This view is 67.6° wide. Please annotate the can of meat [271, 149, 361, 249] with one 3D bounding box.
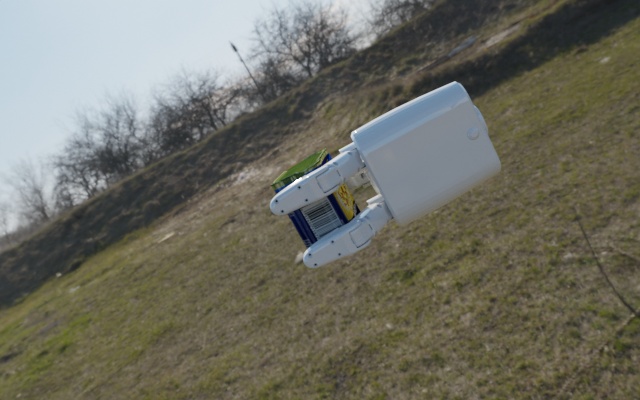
[{"bbox_3d":[0.000,0.001,0.469,0.057,0.084,0.102,-27,10,12],"label":"can of meat"}]
